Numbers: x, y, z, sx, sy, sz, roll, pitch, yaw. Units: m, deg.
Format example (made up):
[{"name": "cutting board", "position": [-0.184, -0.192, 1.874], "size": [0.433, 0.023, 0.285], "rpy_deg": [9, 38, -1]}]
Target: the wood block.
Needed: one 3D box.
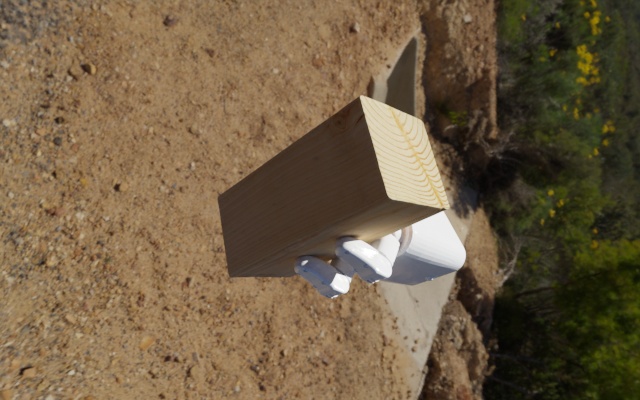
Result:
[{"name": "wood block", "position": [0.000, 0.001, 0.451], "size": [0.090, 0.090, 0.206], "rpy_deg": [9, -29, -44]}]
